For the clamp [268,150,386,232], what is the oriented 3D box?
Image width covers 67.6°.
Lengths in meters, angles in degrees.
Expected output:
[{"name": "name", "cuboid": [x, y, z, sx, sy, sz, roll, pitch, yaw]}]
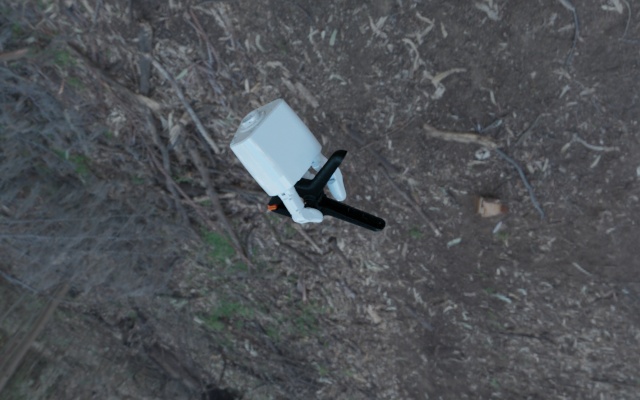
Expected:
[{"name": "clamp", "cuboid": [-0.001, 0.003, 0.812, 0.210, 0.165, 0.036, -14, 33, 40]}]
